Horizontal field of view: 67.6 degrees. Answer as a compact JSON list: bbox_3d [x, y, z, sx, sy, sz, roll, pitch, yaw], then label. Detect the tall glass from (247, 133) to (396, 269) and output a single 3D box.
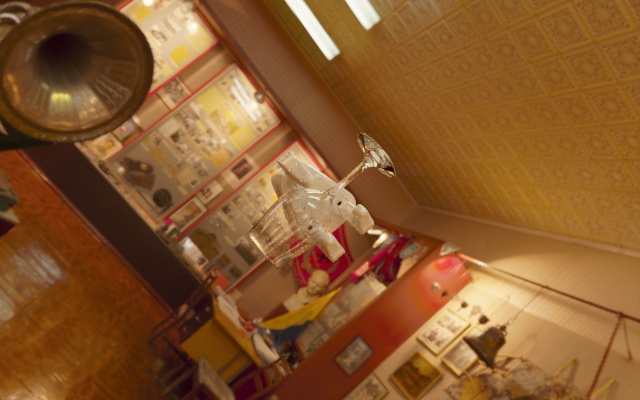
[{"bbox_3d":[0.001,0.002,0.631,0.201,0.079,0.079,-40,6,-7],"label":"tall glass"}]
